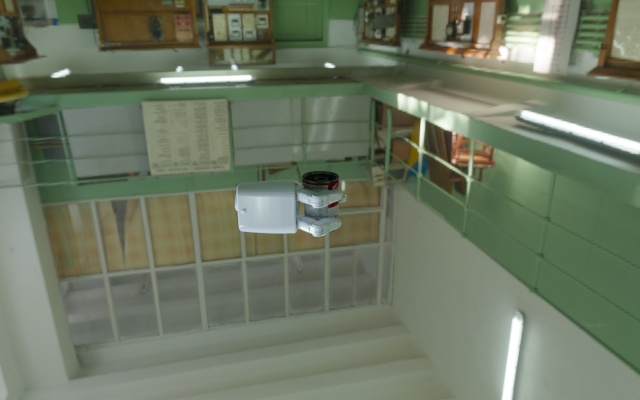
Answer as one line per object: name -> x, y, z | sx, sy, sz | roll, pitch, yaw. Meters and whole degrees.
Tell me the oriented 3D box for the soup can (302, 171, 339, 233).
soup can -> 0.001, 0.003, 0.893 | 0.068, 0.102, 0.068 | 0, 20, 0
